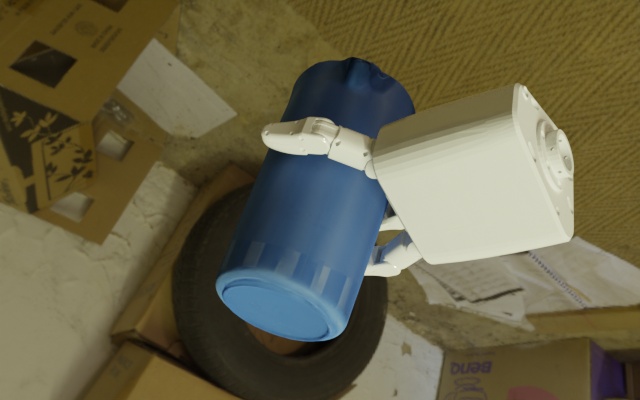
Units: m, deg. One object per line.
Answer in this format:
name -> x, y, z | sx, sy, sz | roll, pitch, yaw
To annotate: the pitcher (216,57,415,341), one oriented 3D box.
pitcher -> 0.000, 0.001, 0.443 | 0.145, 0.242, 0.149 | -13, -47, 38
